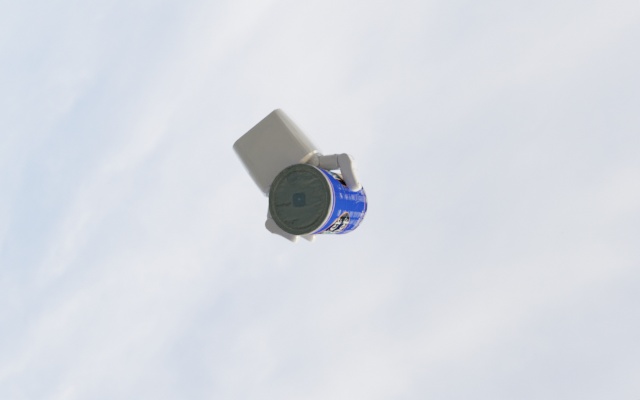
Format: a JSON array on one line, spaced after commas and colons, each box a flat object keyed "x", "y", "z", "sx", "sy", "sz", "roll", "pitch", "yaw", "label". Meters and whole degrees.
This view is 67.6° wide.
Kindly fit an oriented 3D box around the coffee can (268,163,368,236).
[{"x": 0.000, "y": 0.002, "z": 0.736, "sx": 0.103, "sy": 0.103, "sz": 0.140, "roll": 0, "pitch": -3, "yaw": 27, "label": "coffee can"}]
